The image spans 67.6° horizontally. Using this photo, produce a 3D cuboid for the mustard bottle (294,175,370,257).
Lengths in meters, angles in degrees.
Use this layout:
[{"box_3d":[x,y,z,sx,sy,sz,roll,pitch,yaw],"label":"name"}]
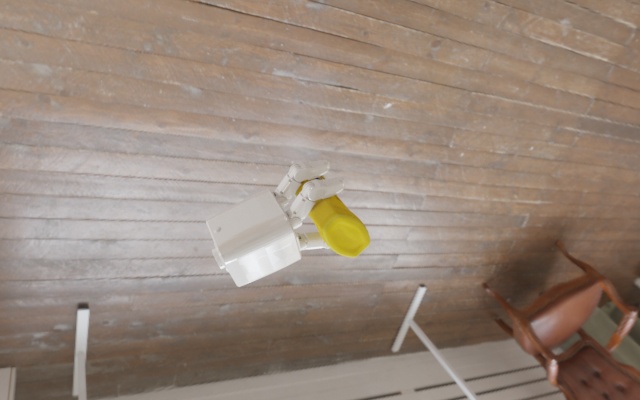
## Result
[{"box_3d":[0.000,0.002,0.734,0.096,0.058,0.191,40,8,-41],"label":"mustard bottle"}]
